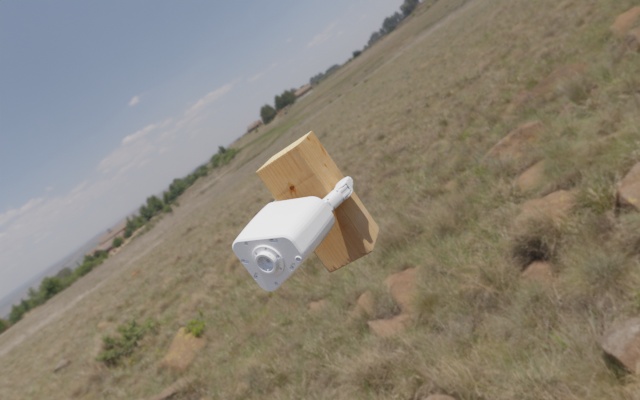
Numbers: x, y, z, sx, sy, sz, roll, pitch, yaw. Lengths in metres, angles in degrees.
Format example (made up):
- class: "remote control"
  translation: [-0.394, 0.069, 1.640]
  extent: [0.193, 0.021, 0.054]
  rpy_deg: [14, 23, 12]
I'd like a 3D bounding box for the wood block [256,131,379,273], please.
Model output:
- class: "wood block"
  translation: [0.000, 0.002, 0.790]
  extent: [0.091, 0.206, 0.090]
  rpy_deg: [-30, 12, 24]
